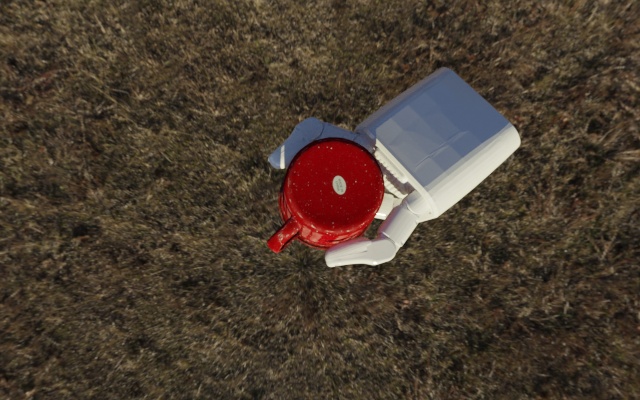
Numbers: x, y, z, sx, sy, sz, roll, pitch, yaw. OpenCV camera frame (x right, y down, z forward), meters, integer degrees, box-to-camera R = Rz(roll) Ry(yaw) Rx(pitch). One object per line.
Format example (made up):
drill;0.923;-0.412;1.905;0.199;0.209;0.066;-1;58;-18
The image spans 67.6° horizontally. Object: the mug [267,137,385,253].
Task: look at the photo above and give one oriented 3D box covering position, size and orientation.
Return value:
mug;-0.001;0.002;0.413;0.117;0.093;0.081;-39;-5;-9
